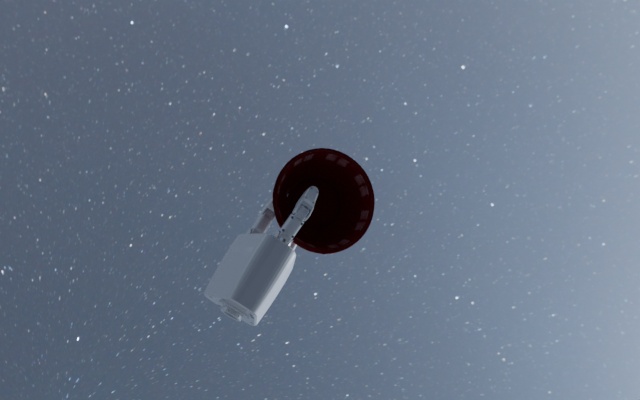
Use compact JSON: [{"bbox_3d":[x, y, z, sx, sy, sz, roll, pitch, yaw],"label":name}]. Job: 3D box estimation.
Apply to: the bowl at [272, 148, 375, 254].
[{"bbox_3d":[0.001,0.002,0.746,0.162,0.162,0.055,0,-6,-16],"label":"bowl"}]
